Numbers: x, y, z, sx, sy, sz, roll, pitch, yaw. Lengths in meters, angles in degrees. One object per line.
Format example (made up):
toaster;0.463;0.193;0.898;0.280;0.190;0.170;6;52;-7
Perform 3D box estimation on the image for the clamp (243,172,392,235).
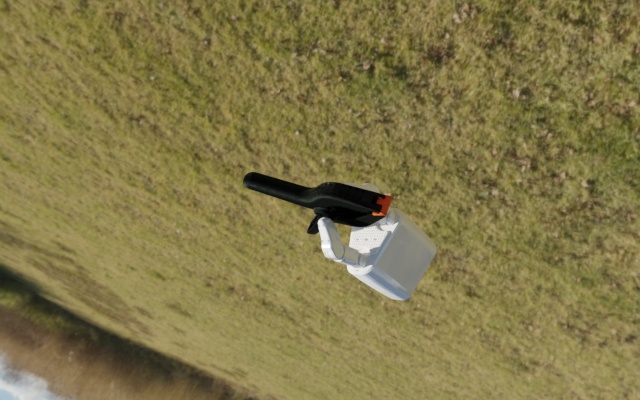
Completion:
clamp;0.000;0.003;0.659;0.165;0.036;0.210;35;-25;-34
